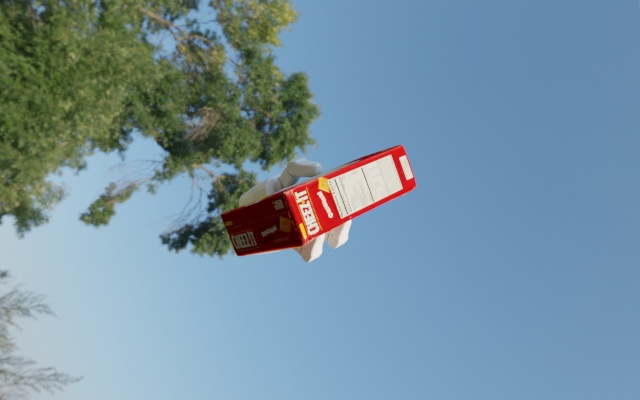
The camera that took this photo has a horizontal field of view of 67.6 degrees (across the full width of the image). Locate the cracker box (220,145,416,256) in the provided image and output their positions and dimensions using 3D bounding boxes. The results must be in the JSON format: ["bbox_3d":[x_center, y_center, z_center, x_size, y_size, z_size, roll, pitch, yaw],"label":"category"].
[{"bbox_3d":[0.000,0.002,0.645,0.213,0.072,0.164,-24,4,-38],"label":"cracker box"}]
